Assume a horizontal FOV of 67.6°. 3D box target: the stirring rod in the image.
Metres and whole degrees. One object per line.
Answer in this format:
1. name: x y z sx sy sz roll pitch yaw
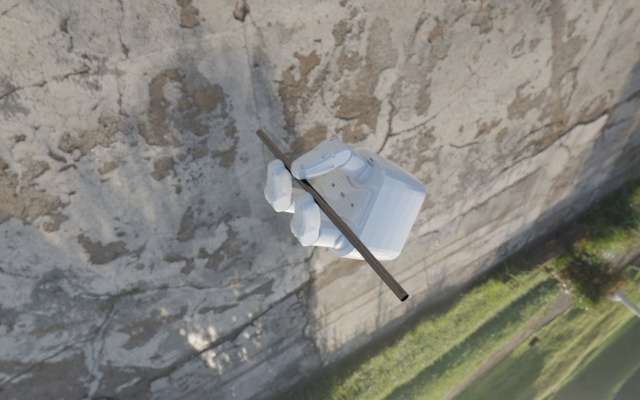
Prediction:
1. stirring rod: 0.000 0.001 0.435 0.011 0.011 0.239 0 38 -43
